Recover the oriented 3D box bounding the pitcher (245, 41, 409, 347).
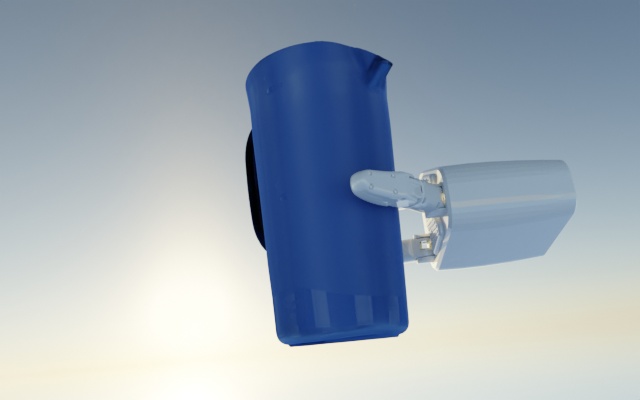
[{"bbox_3d":[0.000,0.001,0.426,0.145,0.242,0.149,-5,-17,-2],"label":"pitcher"}]
